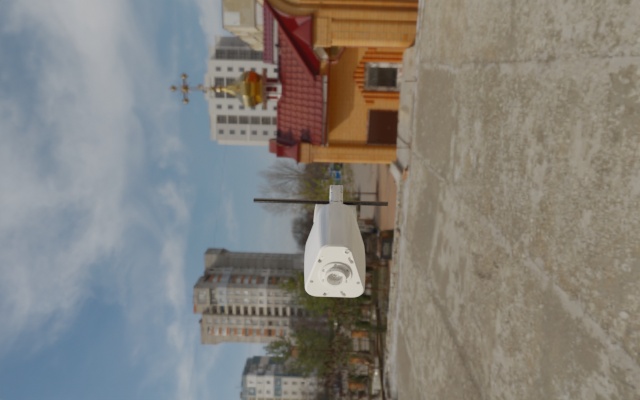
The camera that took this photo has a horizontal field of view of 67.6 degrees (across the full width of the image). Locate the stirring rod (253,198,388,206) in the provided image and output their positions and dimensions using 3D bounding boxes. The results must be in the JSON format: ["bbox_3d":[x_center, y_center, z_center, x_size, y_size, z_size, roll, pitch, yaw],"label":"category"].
[{"bbox_3d":[0.000,0.003,0.857,0.239,0.011,0.011,2,0,1],"label":"stirring rod"}]
